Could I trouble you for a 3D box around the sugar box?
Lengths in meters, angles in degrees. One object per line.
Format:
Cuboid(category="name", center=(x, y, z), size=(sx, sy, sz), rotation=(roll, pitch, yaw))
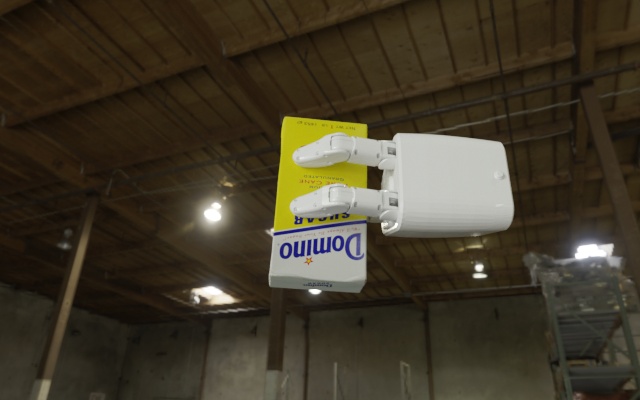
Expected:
Cuboid(category="sugar box", center=(0.000, 0.001, 0.489), size=(0.093, 0.176, 0.048), rotation=(4, -27, -4))
